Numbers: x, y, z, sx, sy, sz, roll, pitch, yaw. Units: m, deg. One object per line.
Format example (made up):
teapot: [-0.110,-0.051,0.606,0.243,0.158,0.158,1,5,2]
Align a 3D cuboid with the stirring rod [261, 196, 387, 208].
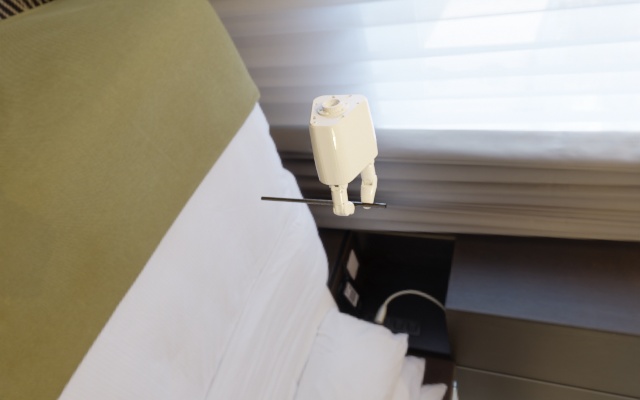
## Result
stirring rod: [0.000,0.003,0.856,0.239,0.011,0.011,4,1,22]
